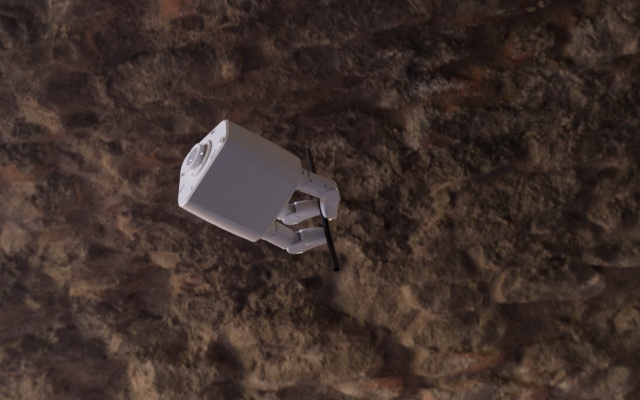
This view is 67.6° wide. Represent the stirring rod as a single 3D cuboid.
[{"bbox_3d":[0.000,0.002,0.657,0.011,0.011,0.239,0,42,-12],"label":"stirring rod"}]
